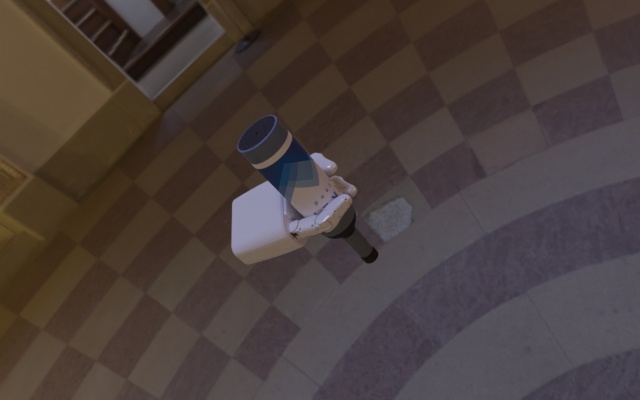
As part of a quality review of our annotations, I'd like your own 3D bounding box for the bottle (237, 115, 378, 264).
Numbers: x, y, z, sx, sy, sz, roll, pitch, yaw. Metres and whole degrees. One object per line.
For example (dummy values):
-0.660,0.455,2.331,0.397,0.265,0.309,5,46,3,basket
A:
0.000,0.002,0.703,0.069,0.069,0.296,0,-38,46,bottle
